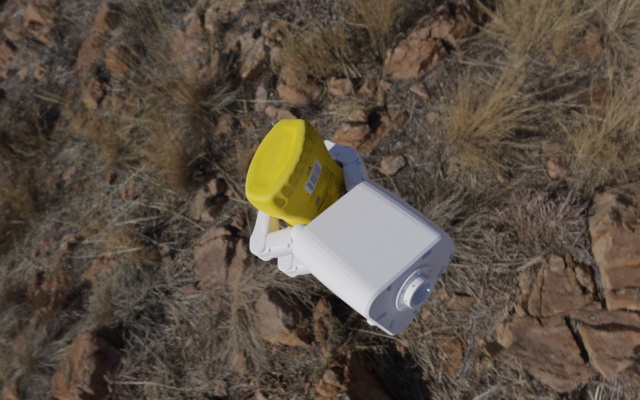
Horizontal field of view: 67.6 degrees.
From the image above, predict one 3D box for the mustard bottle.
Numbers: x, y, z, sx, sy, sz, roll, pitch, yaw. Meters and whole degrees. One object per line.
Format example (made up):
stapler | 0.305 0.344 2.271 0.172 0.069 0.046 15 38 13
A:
mustard bottle | 0.000 0.001 0.525 0.058 0.096 0.192 7 -23 34
